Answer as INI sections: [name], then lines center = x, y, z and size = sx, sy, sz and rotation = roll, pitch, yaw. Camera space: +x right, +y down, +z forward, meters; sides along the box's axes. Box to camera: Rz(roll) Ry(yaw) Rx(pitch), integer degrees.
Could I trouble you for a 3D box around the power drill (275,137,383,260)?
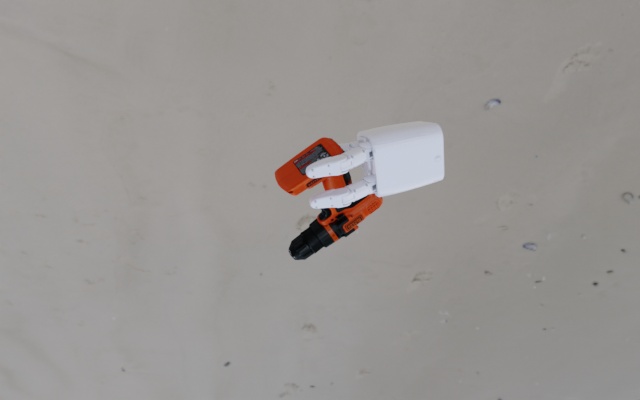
[power drill]
center = 0.000, 0.002, 0.758
size = 0.184, 0.057, 0.188
rotation = -37, -38, -3
